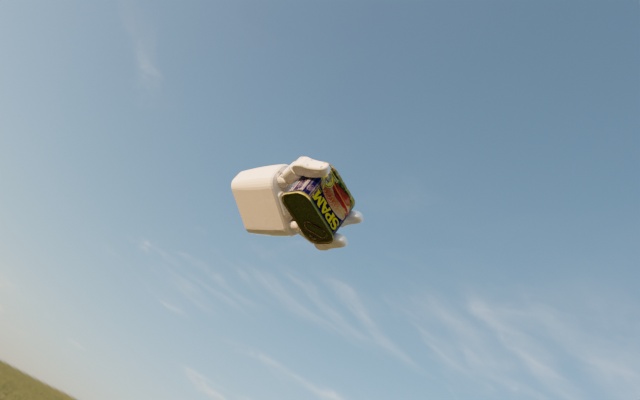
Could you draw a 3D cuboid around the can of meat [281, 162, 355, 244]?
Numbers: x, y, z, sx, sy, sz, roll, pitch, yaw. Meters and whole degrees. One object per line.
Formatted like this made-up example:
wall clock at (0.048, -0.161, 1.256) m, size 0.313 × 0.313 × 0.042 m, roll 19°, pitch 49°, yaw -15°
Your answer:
can of meat at (0.000, 0.002, 0.739) m, size 0.057 × 0.102 × 0.084 m, roll -7°, pitch 35°, yaw 42°
